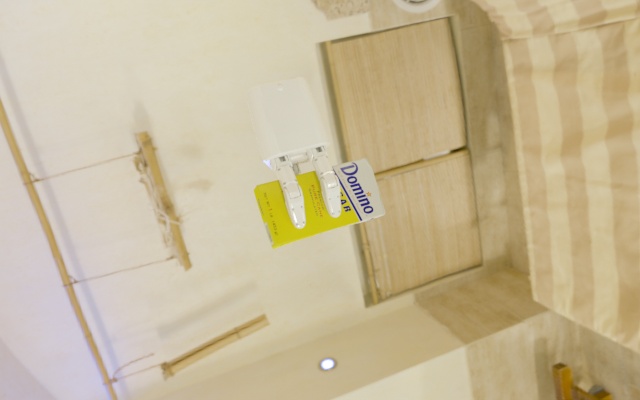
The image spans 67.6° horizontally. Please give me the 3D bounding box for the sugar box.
[{"bbox_3d":[0.000,0.002,0.703,0.176,0.093,0.048,-17,-5,-15],"label":"sugar box"}]
